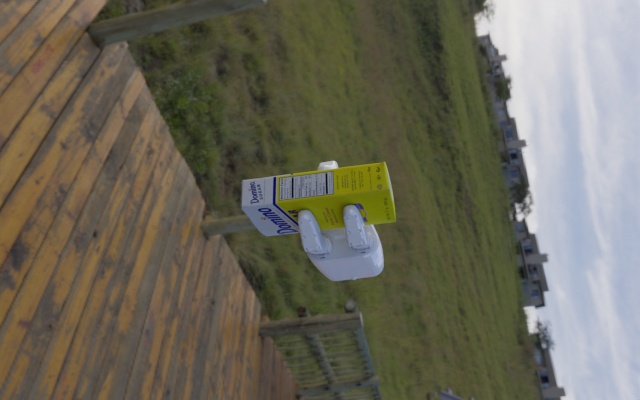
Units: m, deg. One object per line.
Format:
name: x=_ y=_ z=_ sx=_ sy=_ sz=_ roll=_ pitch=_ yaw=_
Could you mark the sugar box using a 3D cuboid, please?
sugar box: x=0.000 y=0.002 z=0.588 sx=0.176 sy=0.048 sz=0.093 roll=-9 pitch=-28 yaw=10
